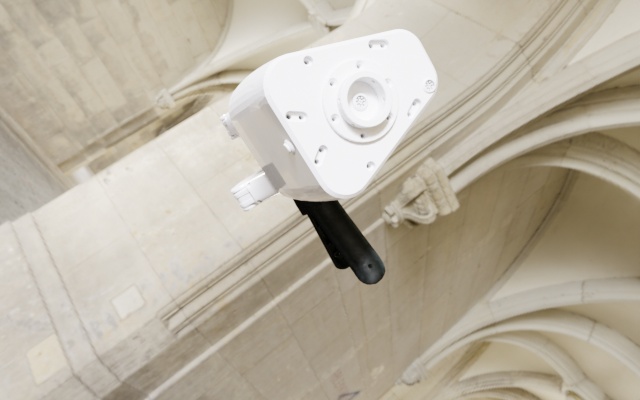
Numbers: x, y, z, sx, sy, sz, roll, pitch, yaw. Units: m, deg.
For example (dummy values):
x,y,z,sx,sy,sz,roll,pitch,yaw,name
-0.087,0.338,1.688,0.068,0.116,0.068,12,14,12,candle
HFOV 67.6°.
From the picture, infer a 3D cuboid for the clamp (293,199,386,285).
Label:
x,y,z,sx,sy,sz,roll,pitch,yaw,name
0.000,0.001,0.425,0.039,0.171,0.120,-35,13,-14,clamp
